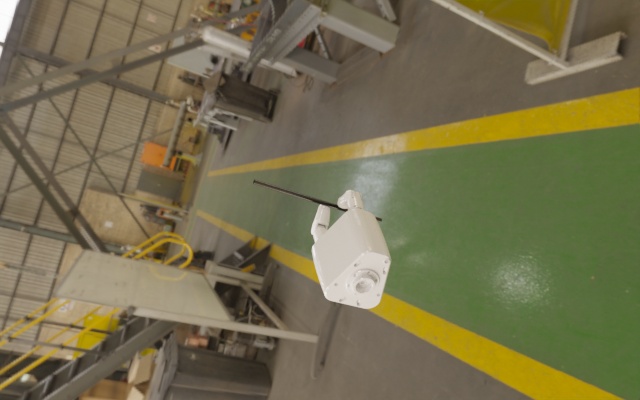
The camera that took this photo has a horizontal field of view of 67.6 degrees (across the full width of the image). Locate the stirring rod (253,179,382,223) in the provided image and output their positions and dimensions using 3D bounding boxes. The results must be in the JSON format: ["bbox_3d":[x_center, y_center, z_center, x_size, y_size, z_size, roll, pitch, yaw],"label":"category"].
[{"bbox_3d":[0.000,0.003,0.816,0.239,0.011,0.011,17,-6,-20],"label":"stirring rod"}]
